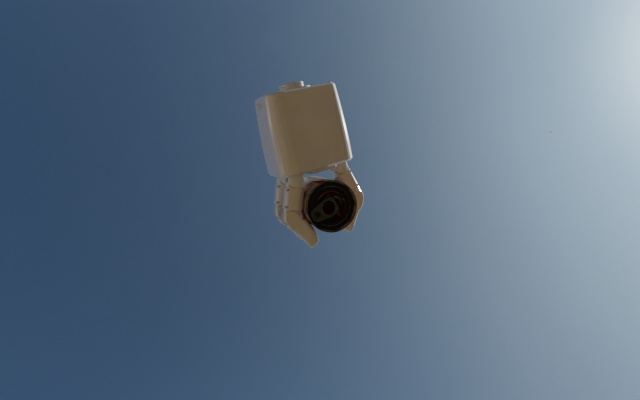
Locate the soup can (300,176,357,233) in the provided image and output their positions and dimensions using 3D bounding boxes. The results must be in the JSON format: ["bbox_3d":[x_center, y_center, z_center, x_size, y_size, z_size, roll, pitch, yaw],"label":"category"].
[{"bbox_3d":[0.000,0.003,0.657,0.068,0.068,0.102,0,6,-17],"label":"soup can"}]
